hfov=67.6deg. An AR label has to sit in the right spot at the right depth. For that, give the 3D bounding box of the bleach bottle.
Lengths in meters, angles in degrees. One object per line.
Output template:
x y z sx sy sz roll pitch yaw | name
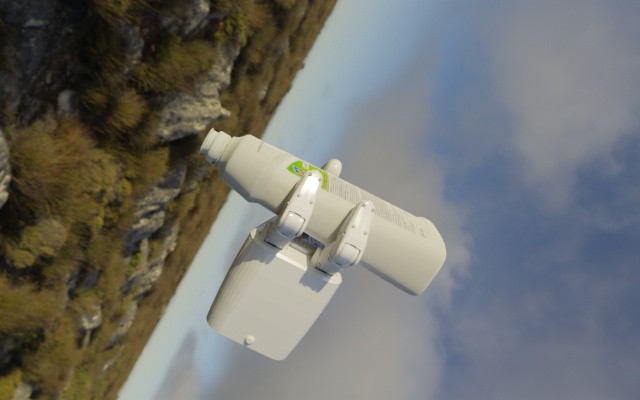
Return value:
0.000 0.002 0.477 0.251 0.068 0.102 29 15 -10 | bleach bottle
